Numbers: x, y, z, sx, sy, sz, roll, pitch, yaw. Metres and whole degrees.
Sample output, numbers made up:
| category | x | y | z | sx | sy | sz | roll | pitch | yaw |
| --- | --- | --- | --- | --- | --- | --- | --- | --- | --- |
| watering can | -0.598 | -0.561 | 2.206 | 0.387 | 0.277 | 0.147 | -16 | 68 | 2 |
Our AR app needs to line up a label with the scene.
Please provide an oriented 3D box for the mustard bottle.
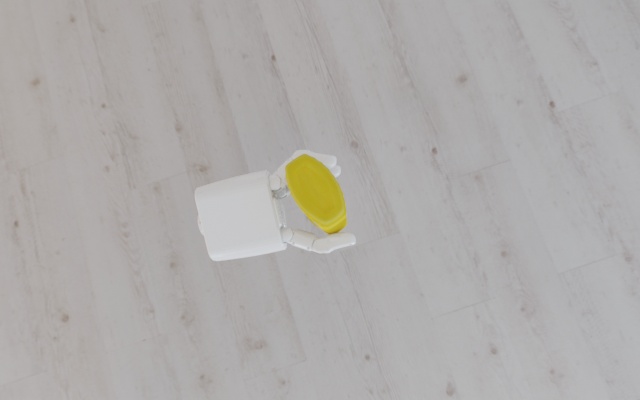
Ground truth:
| category | x | y | z | sx | sy | sz | roll | pitch | yaw |
| --- | --- | --- | --- | --- | --- | --- | --- | --- | --- |
| mustard bottle | 0.000 | 0.002 | 0.673 | 0.058 | 0.096 | 0.192 | -36 | -11 | -2 |
